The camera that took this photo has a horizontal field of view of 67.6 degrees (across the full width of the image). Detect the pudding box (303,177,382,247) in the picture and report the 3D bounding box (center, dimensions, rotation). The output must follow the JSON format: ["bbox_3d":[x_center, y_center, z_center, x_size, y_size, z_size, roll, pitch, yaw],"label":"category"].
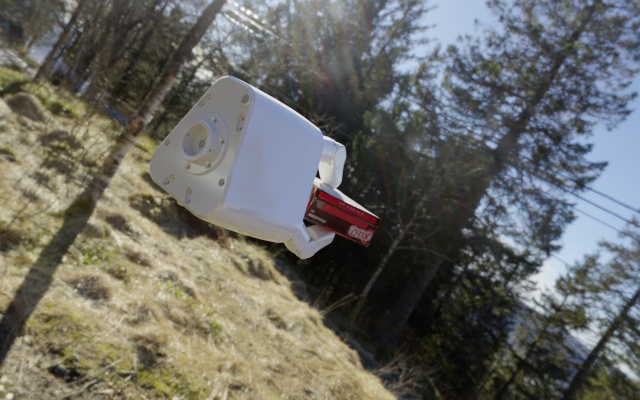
[{"bbox_3d":[0.000,0.002,0.521,0.090,0.039,0.113,27,7,-31],"label":"pudding box"}]
